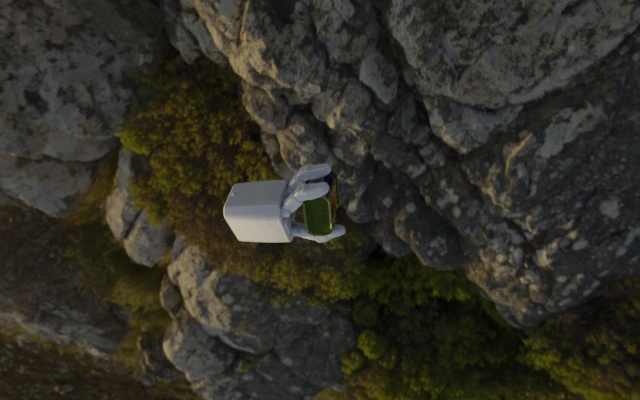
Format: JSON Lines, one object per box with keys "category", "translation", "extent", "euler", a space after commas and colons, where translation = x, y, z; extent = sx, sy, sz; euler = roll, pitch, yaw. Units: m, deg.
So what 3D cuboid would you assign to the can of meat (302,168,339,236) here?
{"category": "can of meat", "translation": [0.000, 0.003, 0.877], "extent": [0.057, 0.102, 0.084], "euler": [1, 39, 9]}
